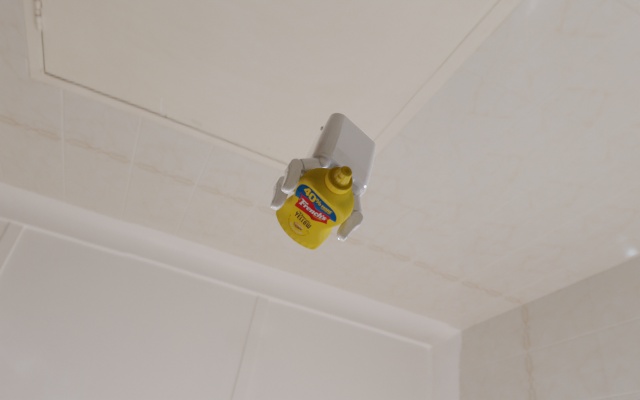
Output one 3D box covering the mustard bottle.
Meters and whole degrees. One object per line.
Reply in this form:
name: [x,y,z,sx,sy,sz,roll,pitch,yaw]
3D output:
mustard bottle: [0.000,0.003,0.752,0.058,0.096,0.192,-41,-5,-38]
